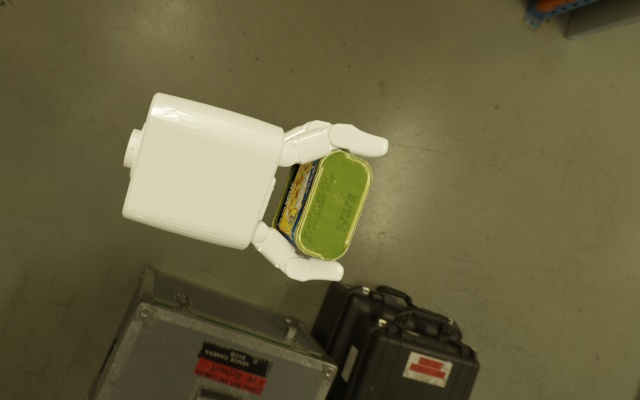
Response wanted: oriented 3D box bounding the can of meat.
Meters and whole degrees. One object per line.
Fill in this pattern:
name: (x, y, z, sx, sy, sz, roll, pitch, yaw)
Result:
can of meat: (0.000, 0.002, 0.452, 0.057, 0.102, 0.084, 19, -1, -18)
